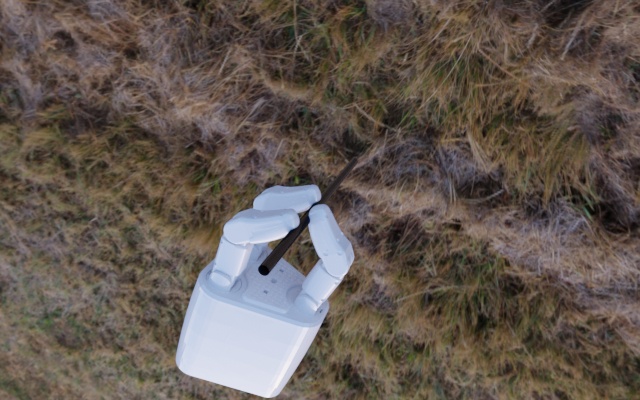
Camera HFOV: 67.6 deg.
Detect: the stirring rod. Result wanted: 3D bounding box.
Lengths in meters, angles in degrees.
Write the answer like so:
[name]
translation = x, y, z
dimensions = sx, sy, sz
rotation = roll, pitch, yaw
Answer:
[stirring rod]
translation = 0.000, 0.001, 0.413
dimensions = 0.011, 0.011, 0.239
rotation = 0, 21, 19
